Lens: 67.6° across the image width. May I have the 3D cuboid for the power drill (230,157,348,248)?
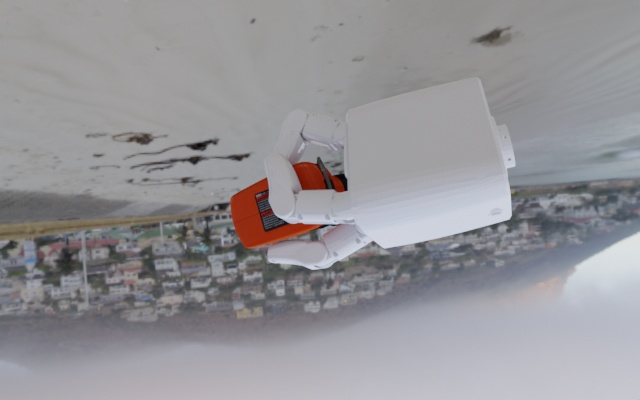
[{"bbox_3d":[0.000,0.002,0.489,0.184,0.057,0.187,-23,-7,34],"label":"power drill"}]
